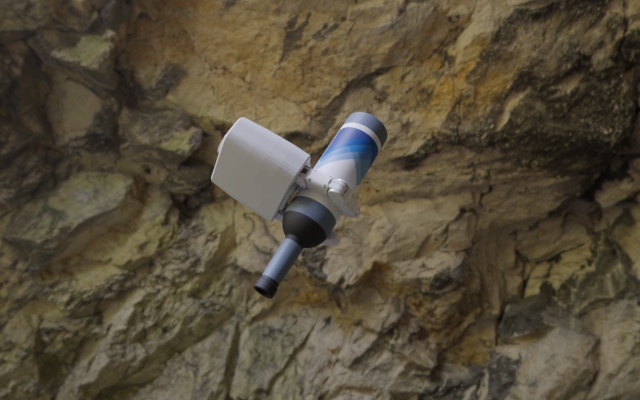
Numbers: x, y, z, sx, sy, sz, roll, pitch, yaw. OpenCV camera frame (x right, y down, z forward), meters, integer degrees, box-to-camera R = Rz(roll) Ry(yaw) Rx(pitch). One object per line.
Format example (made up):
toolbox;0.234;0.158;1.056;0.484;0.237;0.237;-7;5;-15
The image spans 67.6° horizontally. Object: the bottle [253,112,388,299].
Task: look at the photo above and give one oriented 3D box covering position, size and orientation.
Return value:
bottle;0.000;0.002;0.647;0.069;0.295;0.069;25;-29;15
